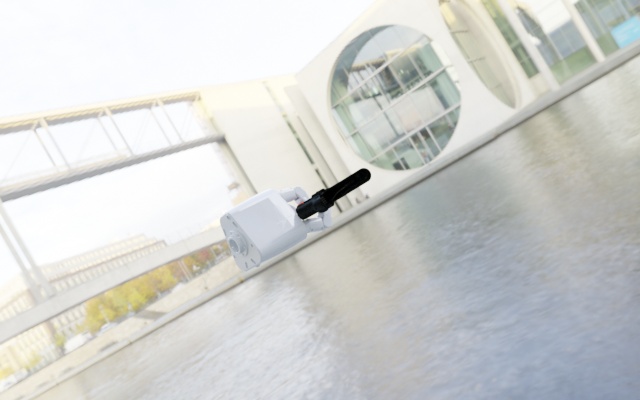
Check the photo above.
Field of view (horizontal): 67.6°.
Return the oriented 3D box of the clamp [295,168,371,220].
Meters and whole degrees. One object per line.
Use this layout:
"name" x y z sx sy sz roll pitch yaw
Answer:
"clamp" 0.000 0.002 0.810 0.120 0.039 0.171 -28 -3 -40
